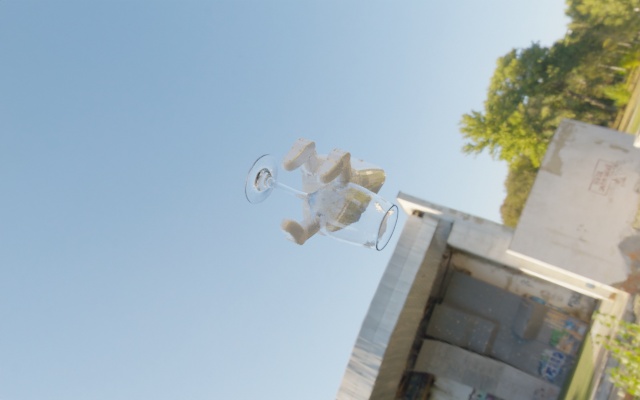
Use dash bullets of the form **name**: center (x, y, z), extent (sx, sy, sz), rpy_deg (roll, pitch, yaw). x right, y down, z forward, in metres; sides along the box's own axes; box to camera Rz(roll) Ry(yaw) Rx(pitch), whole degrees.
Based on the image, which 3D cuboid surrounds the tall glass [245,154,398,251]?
- **tall glass**: center (-0.001, 0.002, 0.637), extent (0.201, 0.079, 0.079), rpy_deg (21, 9, 26)
